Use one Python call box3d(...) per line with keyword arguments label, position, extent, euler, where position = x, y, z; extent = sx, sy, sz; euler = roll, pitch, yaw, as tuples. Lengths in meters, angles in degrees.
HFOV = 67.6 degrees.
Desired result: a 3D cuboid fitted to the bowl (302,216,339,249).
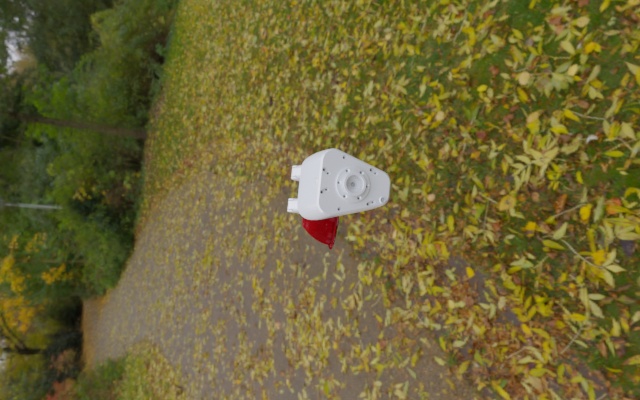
box3d(label="bowl", position=(0.000, 0.003, 0.838), extent=(0.055, 0.162, 0.162), euler=(6, 0, -4))
